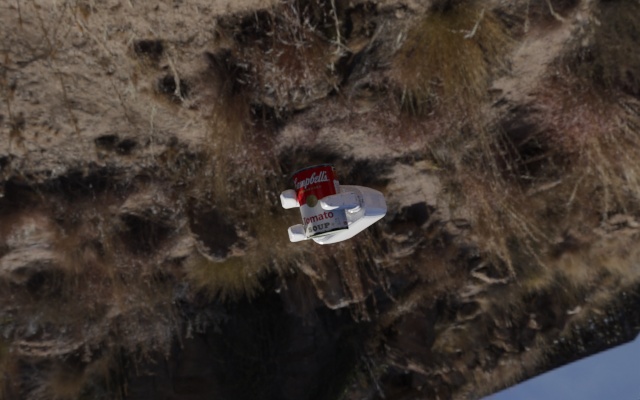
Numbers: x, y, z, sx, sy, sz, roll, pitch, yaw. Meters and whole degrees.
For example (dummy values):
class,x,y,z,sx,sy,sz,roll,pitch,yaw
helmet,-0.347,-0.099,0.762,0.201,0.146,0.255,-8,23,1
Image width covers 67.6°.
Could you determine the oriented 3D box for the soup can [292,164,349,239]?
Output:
class,x,y,z,sx,sy,sz,roll,pitch,yaw
soup can,0.000,0.003,0.729,0.068,0.102,0.068,-13,-8,-2
